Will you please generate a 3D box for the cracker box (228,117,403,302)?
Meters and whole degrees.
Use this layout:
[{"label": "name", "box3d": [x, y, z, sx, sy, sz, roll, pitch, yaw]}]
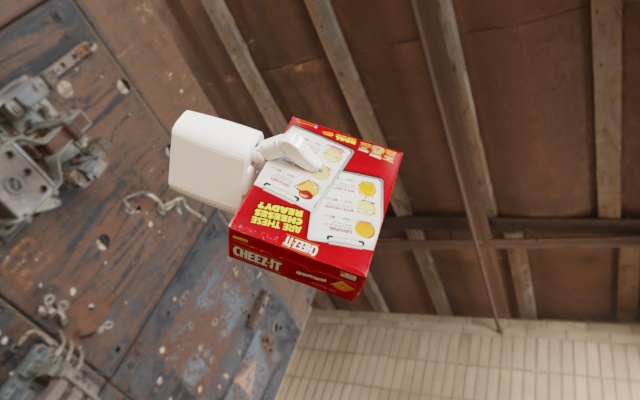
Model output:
[{"label": "cracker box", "box3d": [0.000, 0.002, 0.611, 0.164, 0.213, 0.072, 19, -40, 5]}]
